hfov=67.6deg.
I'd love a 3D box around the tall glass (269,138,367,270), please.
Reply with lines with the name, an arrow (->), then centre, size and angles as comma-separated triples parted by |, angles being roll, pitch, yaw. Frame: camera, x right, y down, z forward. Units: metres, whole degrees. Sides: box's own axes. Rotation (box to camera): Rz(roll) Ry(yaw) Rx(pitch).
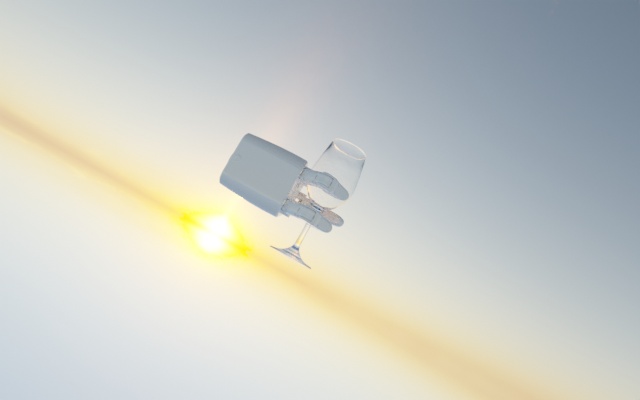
tall glass -> 0.000, 0.003, 0.753 | 0.079, 0.201, 0.079 | 28, -9, 5
